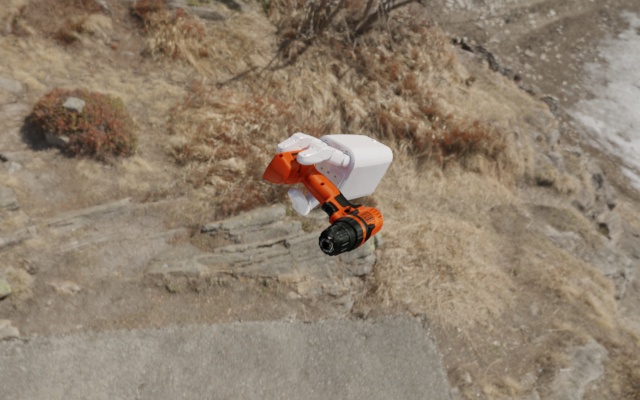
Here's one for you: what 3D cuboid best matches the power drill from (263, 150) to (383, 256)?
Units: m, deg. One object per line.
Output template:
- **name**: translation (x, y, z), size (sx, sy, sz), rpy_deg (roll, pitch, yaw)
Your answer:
- **power drill**: translation (0.000, 0.002, 0.743), size (0.187, 0.057, 0.184), rpy_deg (45, 23, 14)
